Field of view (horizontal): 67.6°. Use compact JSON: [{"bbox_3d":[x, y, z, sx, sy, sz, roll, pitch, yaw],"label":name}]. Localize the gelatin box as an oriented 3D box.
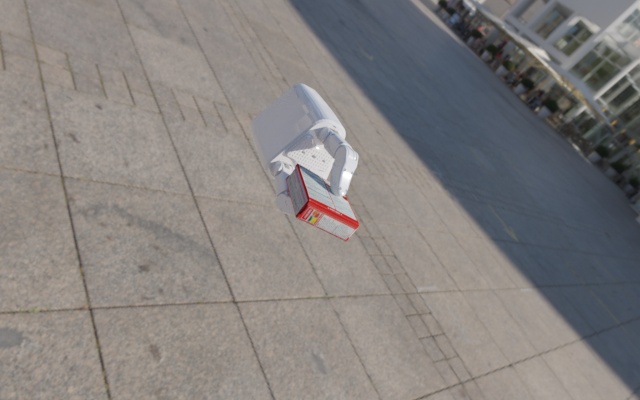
[{"bbox_3d":[0.000,0.002,0.569,0.073,0.030,0.089,27,22,-27],"label":"gelatin box"}]
